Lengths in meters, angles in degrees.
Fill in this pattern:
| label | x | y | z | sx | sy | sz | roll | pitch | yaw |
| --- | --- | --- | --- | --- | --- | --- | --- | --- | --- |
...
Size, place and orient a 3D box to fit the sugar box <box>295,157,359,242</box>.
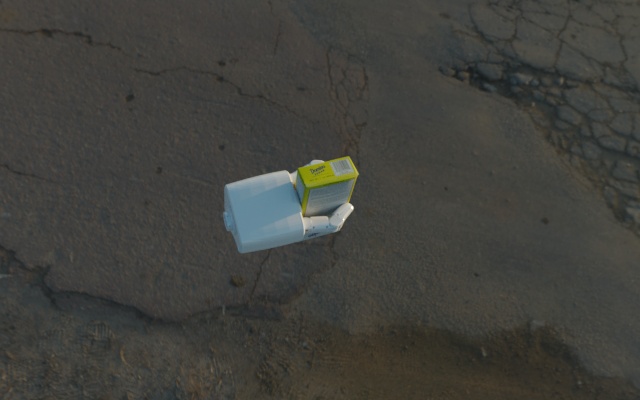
| label | x | y | z | sx | sy | sz | roll | pitch | yaw |
| --- | --- | --- | --- | --- | --- | --- | --- | --- | --- |
| sugar box | 0.000 | 0.002 | 0.817 | 0.093 | 0.048 | 0.176 | -14 | -28 | -19 |
